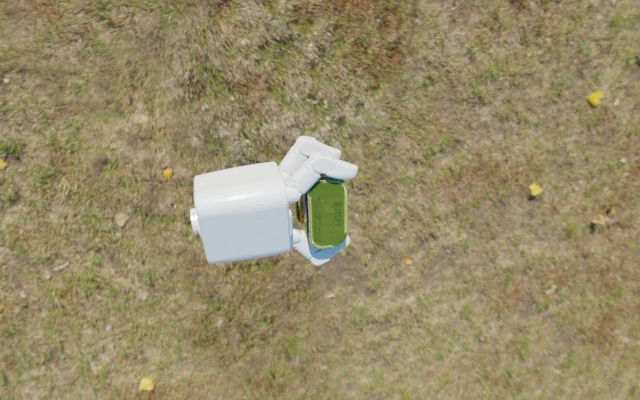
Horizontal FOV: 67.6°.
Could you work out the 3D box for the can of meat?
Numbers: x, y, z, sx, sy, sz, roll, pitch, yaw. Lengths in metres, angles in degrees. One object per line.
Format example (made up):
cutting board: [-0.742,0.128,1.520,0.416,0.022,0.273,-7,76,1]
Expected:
can of meat: [0.000,0.002,0.627,0.057,0.102,0.084,-7,25,-11]
